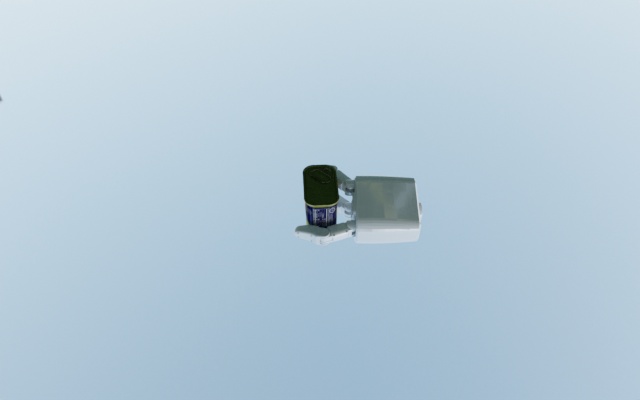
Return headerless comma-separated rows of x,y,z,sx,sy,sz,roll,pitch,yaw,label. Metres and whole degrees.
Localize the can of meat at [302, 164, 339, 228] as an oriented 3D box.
0.000,0.003,0.814,0.057,0.084,0.102,-3,44,-2,can of meat
